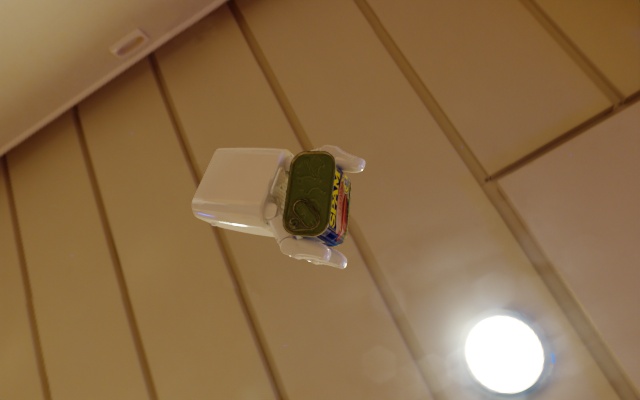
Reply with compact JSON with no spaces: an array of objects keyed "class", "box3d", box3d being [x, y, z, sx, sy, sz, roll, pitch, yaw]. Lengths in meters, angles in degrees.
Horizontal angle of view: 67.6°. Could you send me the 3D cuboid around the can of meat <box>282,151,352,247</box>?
[{"class":"can of meat","box3d":[0.000,0.002,0.583,0.057,0.102,0.084,1,-15,20]}]
